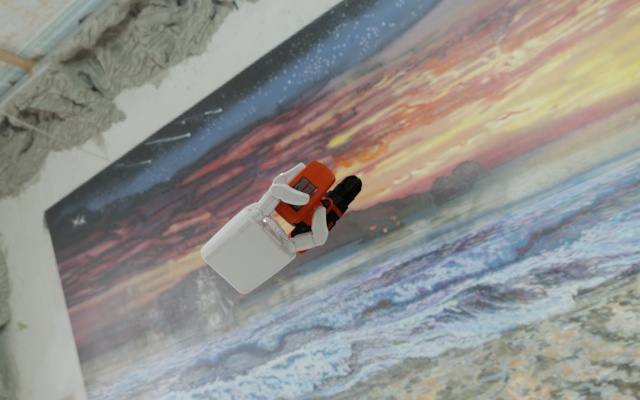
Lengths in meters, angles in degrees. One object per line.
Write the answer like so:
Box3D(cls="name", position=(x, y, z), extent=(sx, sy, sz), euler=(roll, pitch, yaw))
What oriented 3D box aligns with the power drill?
Box3D(cls="power drill", position=(0.000, 0.003, 0.828), extent=(0.057, 0.184, 0.188), euler=(39, -8, 20))
